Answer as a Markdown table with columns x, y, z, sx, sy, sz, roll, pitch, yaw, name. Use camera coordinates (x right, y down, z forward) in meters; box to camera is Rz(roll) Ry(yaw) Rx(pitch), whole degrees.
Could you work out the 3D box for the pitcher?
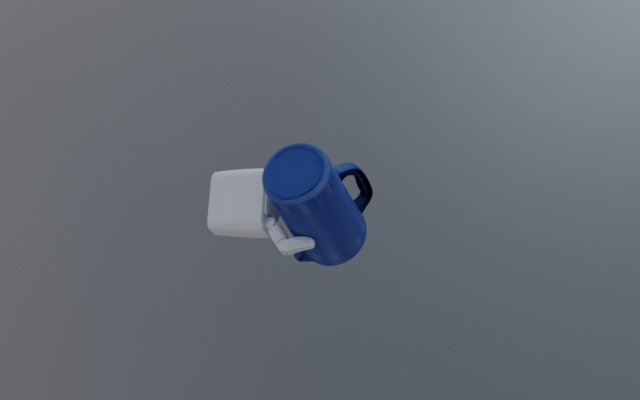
| x | y | z | sx | sy | sz | roll | pitch | yaw | name |
| --- | --- | --- | --- | --- | --- | --- | --- | --- | --- |
| 0.000 | 0.003 | 0.808 | 0.145 | 0.149 | 0.243 | 0 | -27 | 16 | pitcher |
